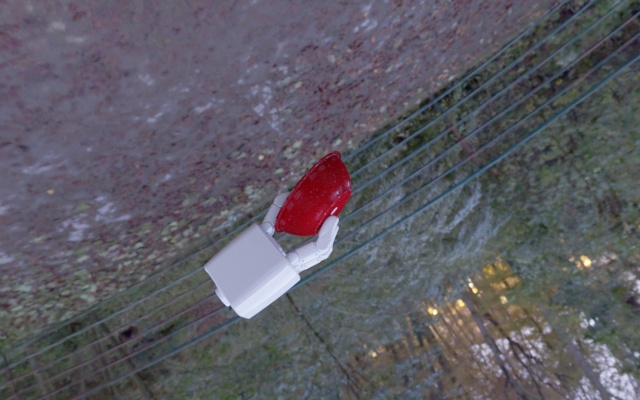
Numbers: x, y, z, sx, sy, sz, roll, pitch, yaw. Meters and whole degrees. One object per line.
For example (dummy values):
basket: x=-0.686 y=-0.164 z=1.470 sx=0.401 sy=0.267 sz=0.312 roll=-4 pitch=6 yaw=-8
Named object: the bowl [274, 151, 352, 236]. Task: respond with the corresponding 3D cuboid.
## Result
bowl: x=0.001 y=0.002 z=0.753 sx=0.055 sy=0.162 sz=0.162 roll=38 pitch=9 yaw=12
